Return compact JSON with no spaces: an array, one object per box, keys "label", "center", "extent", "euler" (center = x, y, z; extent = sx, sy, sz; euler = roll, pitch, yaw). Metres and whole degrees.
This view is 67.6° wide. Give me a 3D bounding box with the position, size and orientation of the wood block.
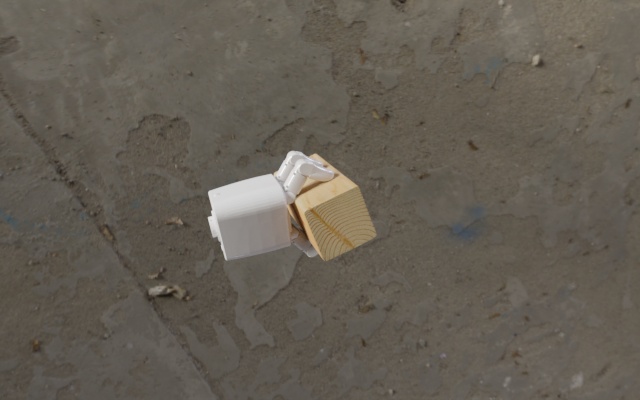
[{"label":"wood block","center":[0.000,0.003,0.775],"extent":[0.090,0.091,0.206],"euler":[-26,24,-8]}]
